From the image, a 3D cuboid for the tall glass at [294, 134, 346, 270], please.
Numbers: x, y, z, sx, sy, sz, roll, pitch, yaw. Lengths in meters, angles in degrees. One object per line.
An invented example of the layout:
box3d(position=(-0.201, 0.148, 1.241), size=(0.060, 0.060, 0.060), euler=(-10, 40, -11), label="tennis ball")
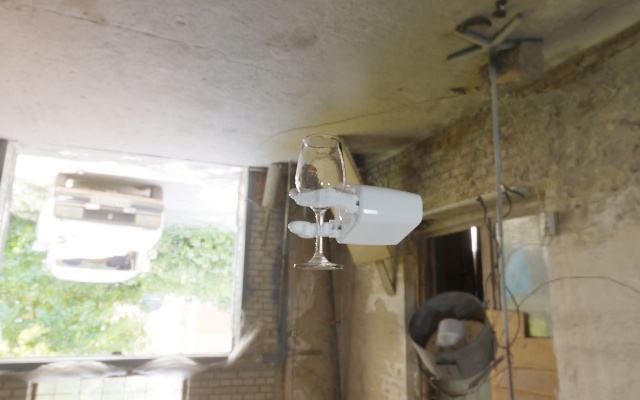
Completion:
box3d(position=(0.000, 0.003, 0.732), size=(0.079, 0.201, 0.079), euler=(1, -13, 0), label="tall glass")
